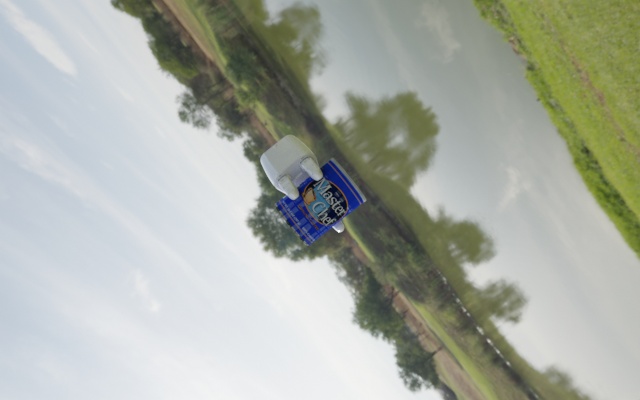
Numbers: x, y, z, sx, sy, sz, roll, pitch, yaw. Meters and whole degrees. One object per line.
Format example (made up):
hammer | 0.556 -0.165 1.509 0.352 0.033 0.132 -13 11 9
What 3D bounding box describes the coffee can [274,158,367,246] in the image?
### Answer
coffee can | 0.000 0.003 0.893 0.140 0.103 0.103 -39 0 0
